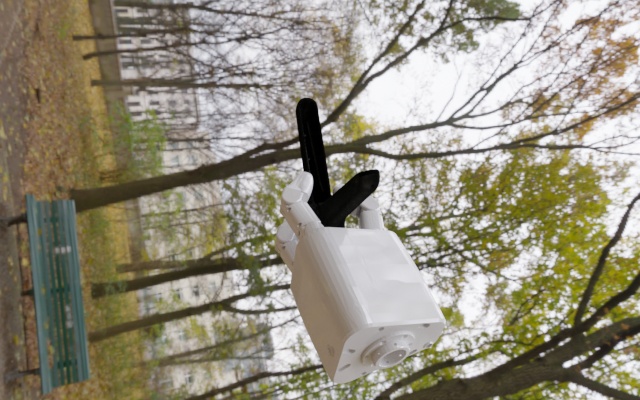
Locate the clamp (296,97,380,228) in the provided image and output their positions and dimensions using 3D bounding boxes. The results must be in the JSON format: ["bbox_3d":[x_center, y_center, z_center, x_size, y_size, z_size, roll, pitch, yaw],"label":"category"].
[{"bbox_3d":[0.001,0.002,0.533,0.036,0.210,0.164,-8,45,-22],"label":"clamp"}]
